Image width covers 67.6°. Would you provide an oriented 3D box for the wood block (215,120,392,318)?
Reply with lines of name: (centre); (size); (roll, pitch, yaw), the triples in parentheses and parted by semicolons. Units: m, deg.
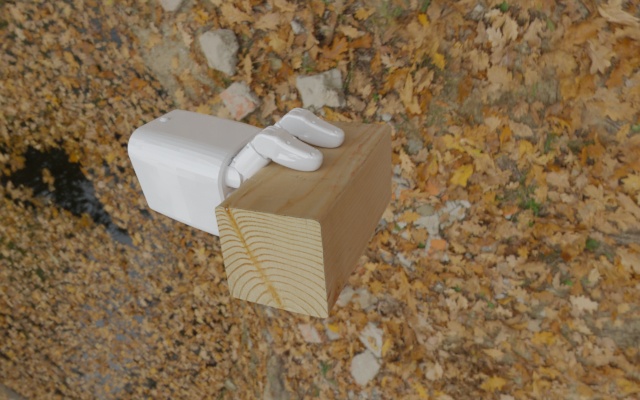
wood block: (0.000, 0.002, 0.448); (0.090, 0.091, 0.206); (8, 30, 20)
